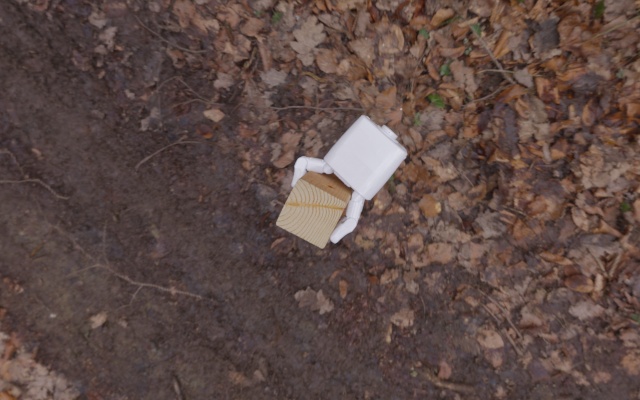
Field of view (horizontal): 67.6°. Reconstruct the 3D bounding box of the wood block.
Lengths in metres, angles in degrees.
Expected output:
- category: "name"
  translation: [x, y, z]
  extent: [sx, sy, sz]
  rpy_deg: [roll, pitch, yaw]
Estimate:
- category: "wood block"
  translation: [0.000, 0.002, 0.868]
  extent: [0.091, 0.090, 0.206]
  rpy_deg: [28, 14, 3]
